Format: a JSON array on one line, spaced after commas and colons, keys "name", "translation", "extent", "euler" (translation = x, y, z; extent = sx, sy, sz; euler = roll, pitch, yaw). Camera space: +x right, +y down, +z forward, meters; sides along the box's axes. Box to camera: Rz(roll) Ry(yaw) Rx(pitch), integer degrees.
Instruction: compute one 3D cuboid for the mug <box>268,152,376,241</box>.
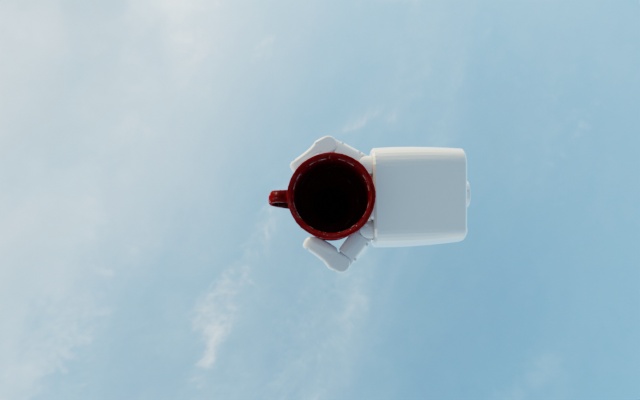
[{"name": "mug", "translation": [-0.001, 0.002, 0.538], "extent": [0.117, 0.093, 0.081], "euler": [-1, -11, 1]}]
